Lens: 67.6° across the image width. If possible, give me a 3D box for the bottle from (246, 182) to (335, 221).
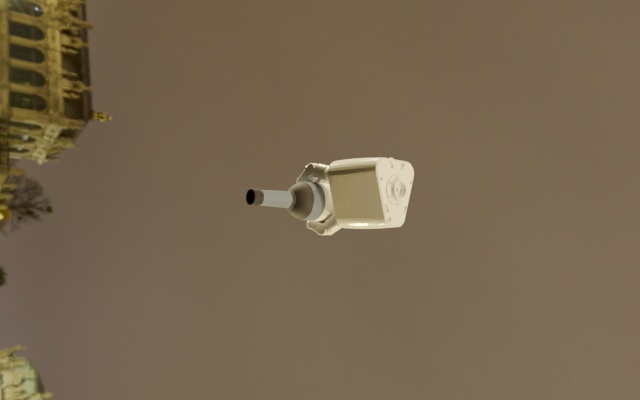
[{"bbox_3d":[0.000,0.003,0.841,0.296,0.069,0.069,4,-3,-42],"label":"bottle"}]
